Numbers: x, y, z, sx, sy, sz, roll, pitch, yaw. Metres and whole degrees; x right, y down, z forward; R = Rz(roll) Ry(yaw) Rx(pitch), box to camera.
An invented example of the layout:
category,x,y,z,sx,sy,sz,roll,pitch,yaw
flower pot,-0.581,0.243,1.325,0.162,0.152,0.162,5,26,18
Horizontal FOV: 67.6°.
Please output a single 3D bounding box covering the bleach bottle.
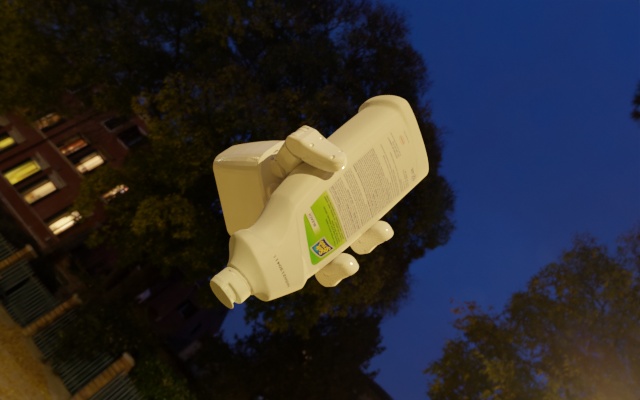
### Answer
category,x,y,z,sx,sy,sz,roll,pitch,yaw
bleach bottle,0.000,0.002,0.447,0.250,0.103,0.068,-39,27,-30
